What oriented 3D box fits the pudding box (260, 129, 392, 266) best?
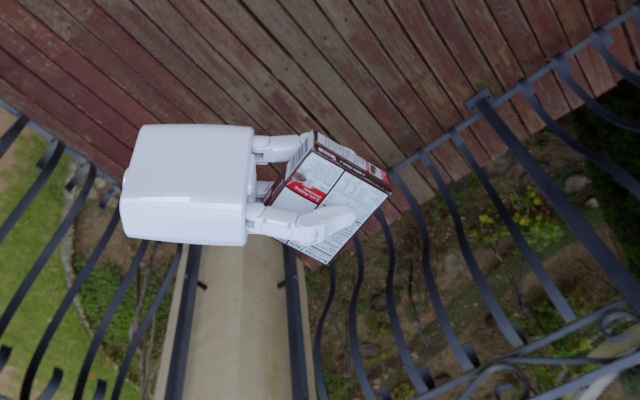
[{"bbox_3d":[0.000,0.002,0.462,0.090,0.113,0.039,28,33,-18],"label":"pudding box"}]
